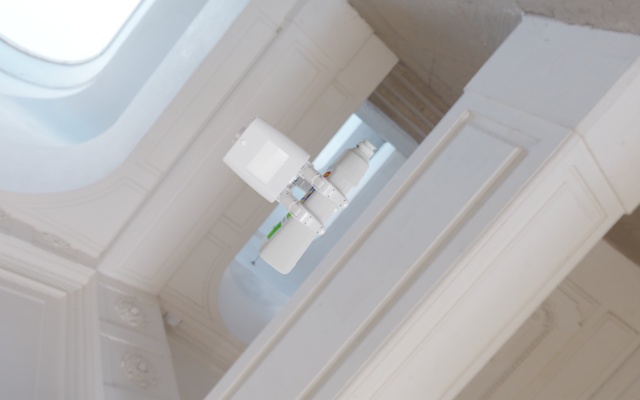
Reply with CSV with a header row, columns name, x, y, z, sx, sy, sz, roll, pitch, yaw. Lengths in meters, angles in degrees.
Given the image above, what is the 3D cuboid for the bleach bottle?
name,x,y,z,sx,sy,sz,roll,pitch,yaw
bleach bottle,0.000,0.003,0.791,0.068,0.251,0.102,39,6,-6
